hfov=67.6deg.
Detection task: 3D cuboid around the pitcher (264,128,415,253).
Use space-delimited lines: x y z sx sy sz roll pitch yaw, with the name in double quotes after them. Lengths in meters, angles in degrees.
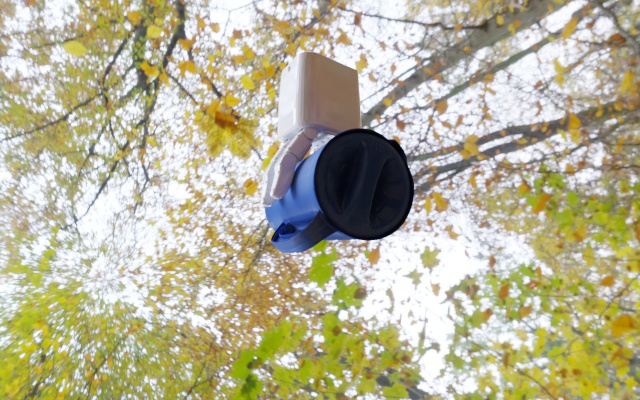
0.000 0.002 0.653 0.149 0.145 0.243 3 -9 -24 "pitcher"
